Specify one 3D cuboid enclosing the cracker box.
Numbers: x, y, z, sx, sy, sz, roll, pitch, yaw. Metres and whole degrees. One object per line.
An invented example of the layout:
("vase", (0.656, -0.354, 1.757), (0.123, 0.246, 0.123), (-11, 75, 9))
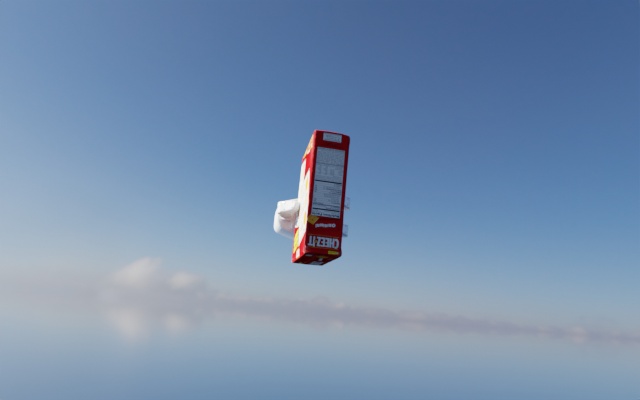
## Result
("cracker box", (0.000, 0.003, 0.862), (0.072, 0.213, 0.164), (7, -14, -9))
